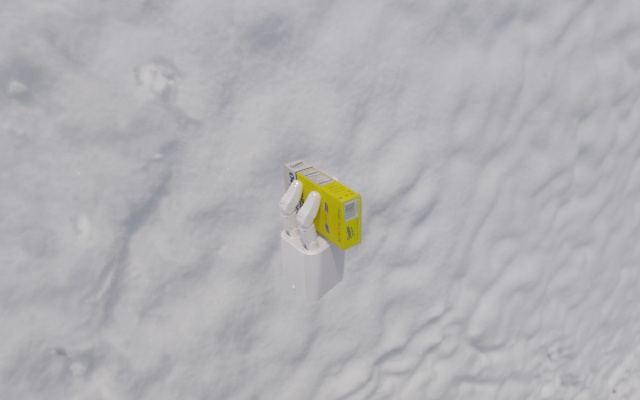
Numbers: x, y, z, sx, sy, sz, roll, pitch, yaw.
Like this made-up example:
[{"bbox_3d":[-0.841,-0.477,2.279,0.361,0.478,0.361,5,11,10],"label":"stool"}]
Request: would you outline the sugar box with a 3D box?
[{"bbox_3d":[0.000,0.003,0.814,0.048,0.093,0.176,-21,33,-31],"label":"sugar box"}]
